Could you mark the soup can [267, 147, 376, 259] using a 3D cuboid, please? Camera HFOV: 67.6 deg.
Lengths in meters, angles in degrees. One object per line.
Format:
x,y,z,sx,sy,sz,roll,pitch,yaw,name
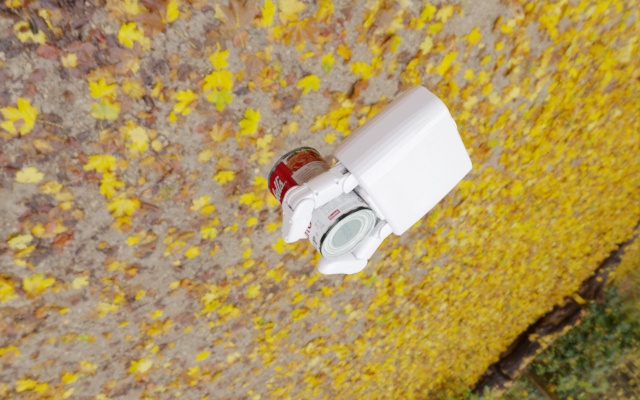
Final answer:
0.000,0.002,0.487,0.068,0.068,0.102,0,39,-46,soup can
